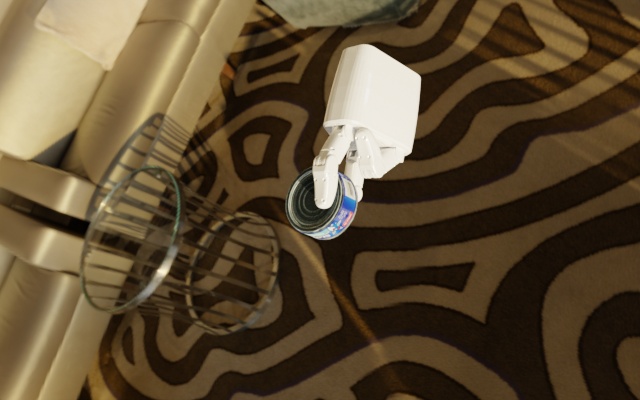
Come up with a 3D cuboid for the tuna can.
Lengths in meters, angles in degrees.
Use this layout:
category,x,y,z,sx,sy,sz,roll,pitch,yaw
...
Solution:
category,x,y,z,sx,sy,sz,roll,pitch,yaw
tuna can,0.000,0.002,0.572,0.086,0.086,0.034,0,-15,37
